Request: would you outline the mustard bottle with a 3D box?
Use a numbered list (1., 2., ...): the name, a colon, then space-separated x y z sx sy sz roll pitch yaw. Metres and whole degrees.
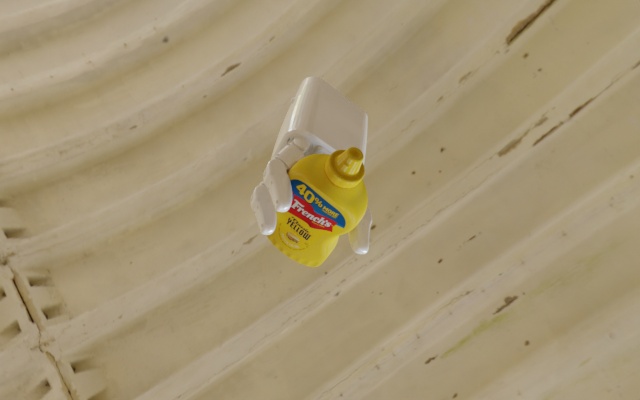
1. mustard bottle: 0.000 0.002 0.543 0.058 0.096 0.192 -47 -4 -39
